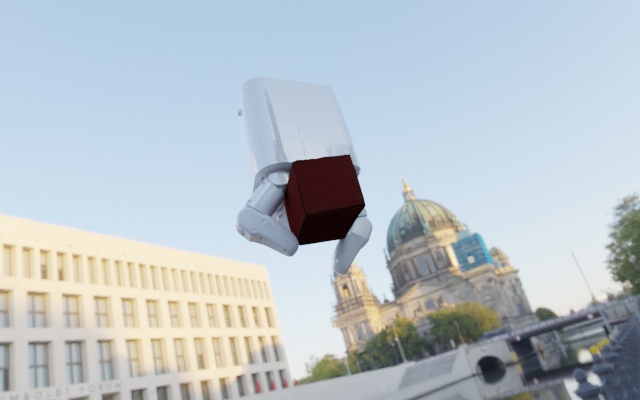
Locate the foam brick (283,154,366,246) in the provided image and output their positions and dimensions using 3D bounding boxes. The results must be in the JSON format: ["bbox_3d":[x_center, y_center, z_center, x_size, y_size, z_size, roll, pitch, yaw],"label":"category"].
[{"bbox_3d":[0.000,0.001,0.423,0.053,0.051,0.078,-7,-23,-15],"label":"foam brick"}]
